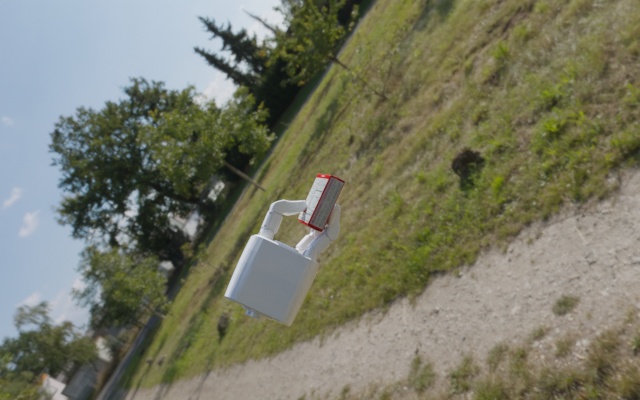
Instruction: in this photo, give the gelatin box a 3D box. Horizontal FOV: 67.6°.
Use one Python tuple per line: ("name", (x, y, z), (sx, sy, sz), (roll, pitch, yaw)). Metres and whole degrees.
("gelatin box", (0.000, 0.002, 0.772), (0.030, 0.089, 0.073), (25, -2, -16))
